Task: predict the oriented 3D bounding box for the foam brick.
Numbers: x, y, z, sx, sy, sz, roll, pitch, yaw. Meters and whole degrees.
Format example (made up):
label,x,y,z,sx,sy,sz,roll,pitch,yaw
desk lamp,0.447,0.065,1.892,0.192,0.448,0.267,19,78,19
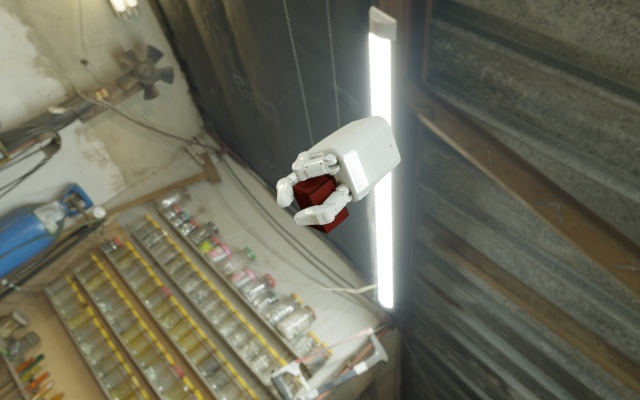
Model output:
label,x,y,z,sx,sy,sz,roll,pitch,yaw
foam brick,0.000,0.003,0.740,0.051,0.078,0.053,-39,34,-23
